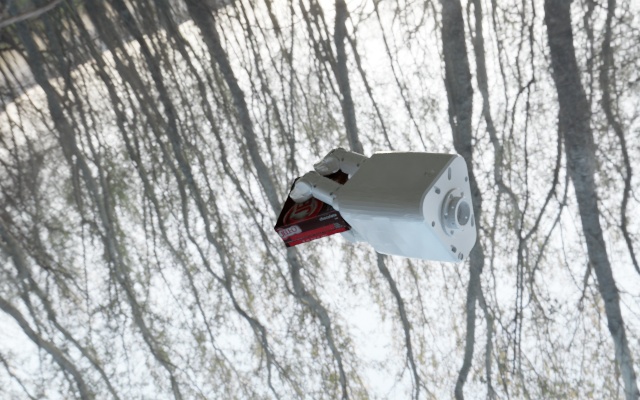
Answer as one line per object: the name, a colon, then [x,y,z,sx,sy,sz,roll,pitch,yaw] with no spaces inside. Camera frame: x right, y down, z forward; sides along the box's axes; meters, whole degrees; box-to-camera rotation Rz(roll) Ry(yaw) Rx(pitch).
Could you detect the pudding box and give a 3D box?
pudding box: [0.000,0.002,0.595,0.090,0.039,0.113,-17,28,24]
